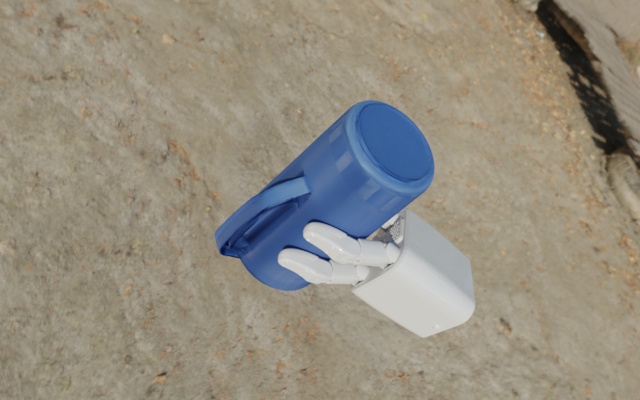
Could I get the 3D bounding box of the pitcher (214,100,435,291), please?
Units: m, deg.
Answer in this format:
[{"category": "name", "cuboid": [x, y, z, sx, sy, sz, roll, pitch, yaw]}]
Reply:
[{"category": "pitcher", "cuboid": [0.000, 0.002, 0.529, 0.145, 0.149, 0.243, 37, -43, -11]}]
